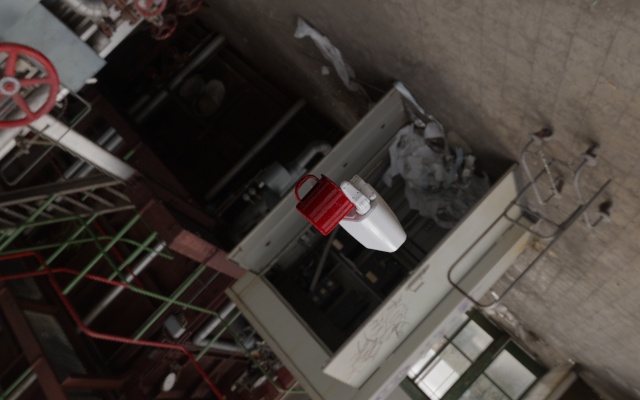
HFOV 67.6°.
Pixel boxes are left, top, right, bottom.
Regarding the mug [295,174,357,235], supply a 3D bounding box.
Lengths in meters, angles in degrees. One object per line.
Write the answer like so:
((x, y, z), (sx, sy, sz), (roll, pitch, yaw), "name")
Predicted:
((-0.001, 0.002, 0.893), (0.117, 0.081, 0.093), (44, -3, -24), "mug")
